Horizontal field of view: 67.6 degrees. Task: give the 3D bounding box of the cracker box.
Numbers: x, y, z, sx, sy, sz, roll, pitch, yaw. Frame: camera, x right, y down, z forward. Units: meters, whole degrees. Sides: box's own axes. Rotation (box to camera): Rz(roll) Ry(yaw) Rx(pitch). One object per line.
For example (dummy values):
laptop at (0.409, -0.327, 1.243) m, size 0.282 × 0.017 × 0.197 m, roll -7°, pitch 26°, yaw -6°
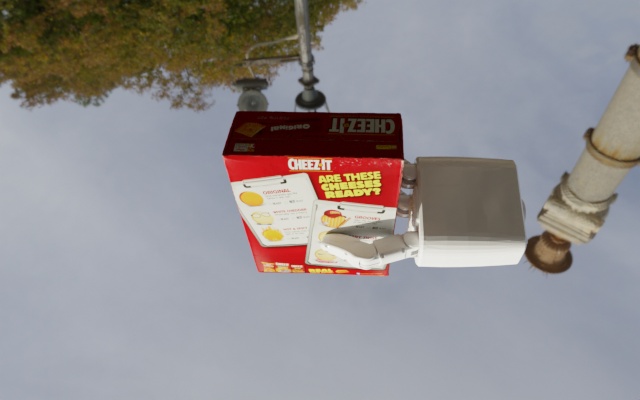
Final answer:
cracker box at (0.000, 0.002, 0.521) m, size 0.164 × 0.072 × 0.214 m, roll 1°, pitch -38°, yaw 5°
